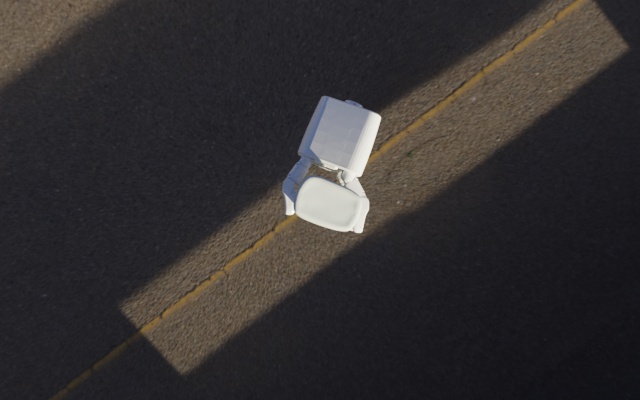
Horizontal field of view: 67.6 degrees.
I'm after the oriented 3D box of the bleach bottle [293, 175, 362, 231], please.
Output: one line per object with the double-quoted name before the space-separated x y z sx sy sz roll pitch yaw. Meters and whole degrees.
"bleach bottle" 0.000 0.003 0.816 0.102 0.068 0.251 22 -1 -6
